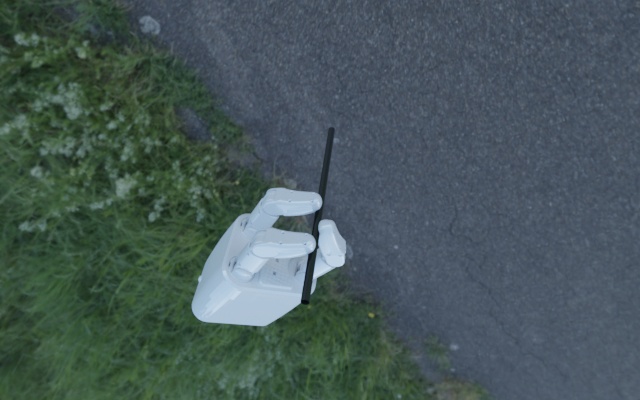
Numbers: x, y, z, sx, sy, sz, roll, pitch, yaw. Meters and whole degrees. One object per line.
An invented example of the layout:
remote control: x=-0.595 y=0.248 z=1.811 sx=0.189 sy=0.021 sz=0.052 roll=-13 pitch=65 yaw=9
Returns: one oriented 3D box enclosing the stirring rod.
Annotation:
stirring rod: x=0.000 y=0.002 z=0.499 sx=0.011 sy=0.239 sz=0.011 roll=5 pitch=-43 yaw=4
